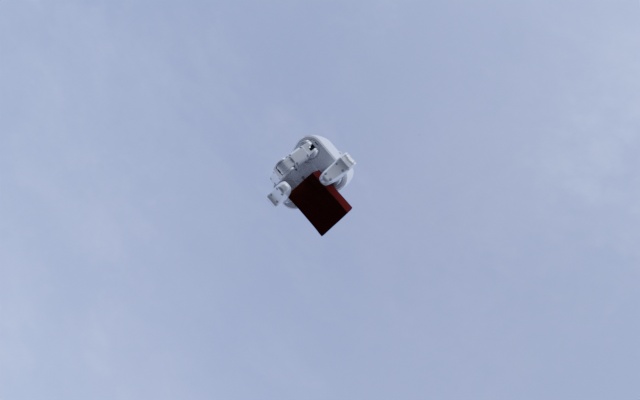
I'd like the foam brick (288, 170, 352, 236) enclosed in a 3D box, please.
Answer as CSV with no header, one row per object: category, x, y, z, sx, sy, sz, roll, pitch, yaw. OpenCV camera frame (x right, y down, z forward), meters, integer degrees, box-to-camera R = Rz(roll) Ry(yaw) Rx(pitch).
foam brick,0.000,0.003,0.687,0.053,0.078,0.051,-41,-2,13
